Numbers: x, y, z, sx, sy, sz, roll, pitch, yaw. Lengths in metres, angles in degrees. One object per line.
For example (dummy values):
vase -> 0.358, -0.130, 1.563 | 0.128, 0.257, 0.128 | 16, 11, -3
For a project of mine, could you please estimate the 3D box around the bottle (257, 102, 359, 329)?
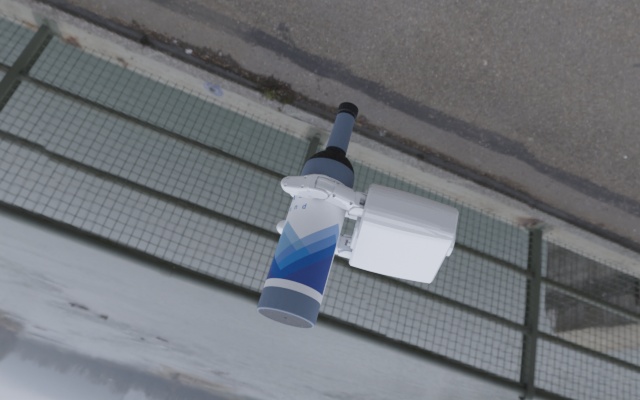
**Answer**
bottle -> 0.000, 0.002, 0.584 | 0.069, 0.295, 0.069 | 14, -26, 7
